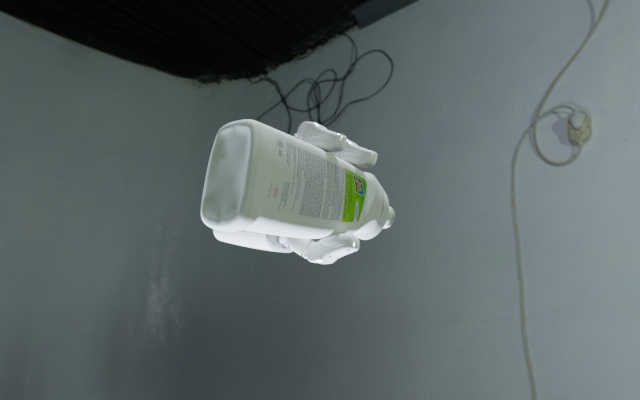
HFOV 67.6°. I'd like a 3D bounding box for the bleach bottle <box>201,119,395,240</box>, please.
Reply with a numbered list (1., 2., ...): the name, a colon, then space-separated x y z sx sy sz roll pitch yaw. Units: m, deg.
1. bleach bottle: 0.000 0.002 0.501 0.068 0.102 0.251 0 -13 41
